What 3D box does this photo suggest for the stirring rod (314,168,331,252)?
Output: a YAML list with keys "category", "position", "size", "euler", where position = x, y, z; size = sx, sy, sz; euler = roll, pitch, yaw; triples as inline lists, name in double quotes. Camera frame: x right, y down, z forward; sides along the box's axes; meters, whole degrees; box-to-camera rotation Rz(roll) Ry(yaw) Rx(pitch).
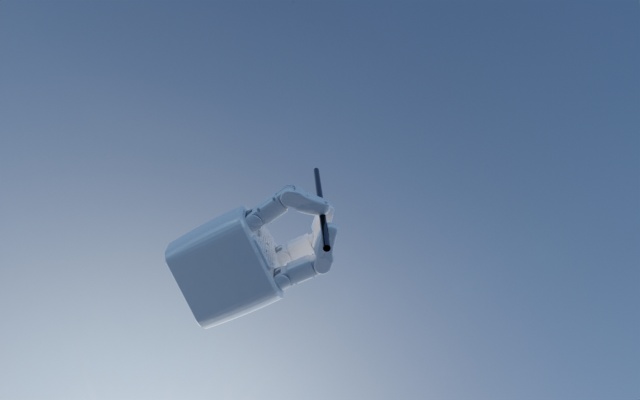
- category: "stirring rod"
  position: [0.000, 0.002, 0.589]
  size: [0.011, 0.011, 0.239]
  euler: [0, 23, -3]
